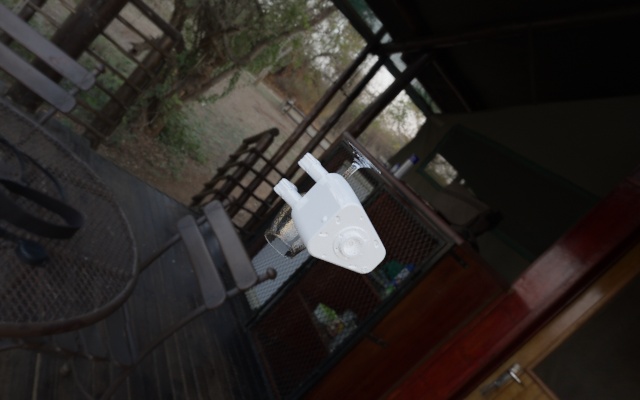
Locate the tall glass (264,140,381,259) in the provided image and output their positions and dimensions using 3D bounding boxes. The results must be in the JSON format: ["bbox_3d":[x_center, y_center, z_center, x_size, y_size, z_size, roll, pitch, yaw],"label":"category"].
[{"bbox_3d":[0.001,0.002,0.760,0.079,0.201,0.079,43,8,-8],"label":"tall glass"}]
